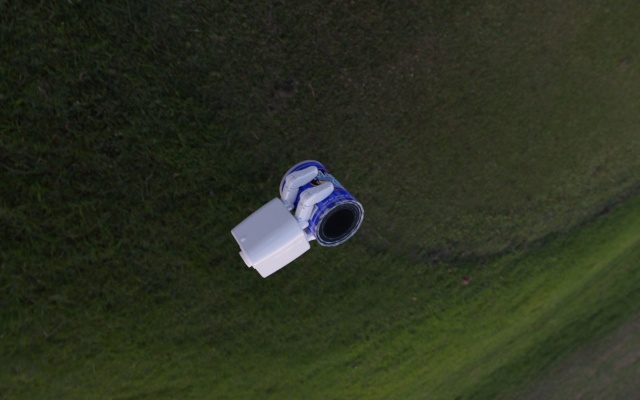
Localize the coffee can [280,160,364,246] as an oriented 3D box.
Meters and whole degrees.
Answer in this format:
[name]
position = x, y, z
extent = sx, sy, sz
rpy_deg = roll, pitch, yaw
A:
[coffee can]
position = 0.000, 0.003, 0.897
extent = 0.103, 0.103, 0.140
rpy_deg = 0, 34, -37
